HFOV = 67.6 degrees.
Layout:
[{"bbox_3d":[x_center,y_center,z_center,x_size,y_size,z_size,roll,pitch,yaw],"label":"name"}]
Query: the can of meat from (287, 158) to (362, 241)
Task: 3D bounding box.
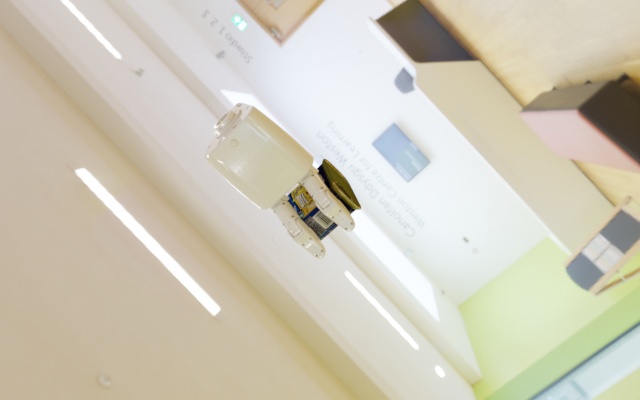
[{"bbox_3d":[0.000,0.002,0.666,0.057,0.084,0.102,41,15,-29],"label":"can of meat"}]
